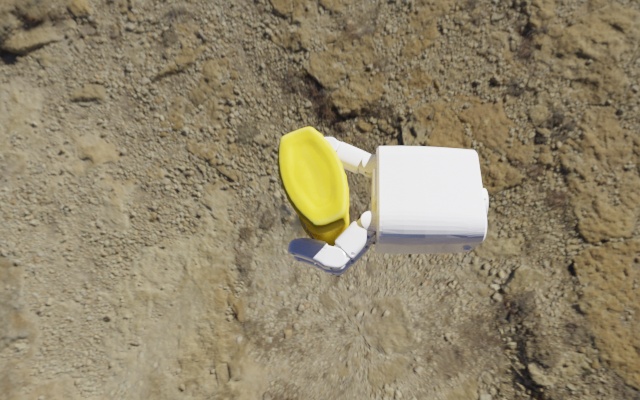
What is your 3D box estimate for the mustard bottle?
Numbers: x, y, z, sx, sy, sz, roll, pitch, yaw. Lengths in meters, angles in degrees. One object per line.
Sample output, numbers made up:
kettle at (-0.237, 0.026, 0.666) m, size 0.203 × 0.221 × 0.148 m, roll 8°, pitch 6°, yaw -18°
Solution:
mustard bottle at (0.000, 0.002, 0.513) m, size 0.058 × 0.096 × 0.192 m, roll -23°, pitch -16°, yaw -2°
